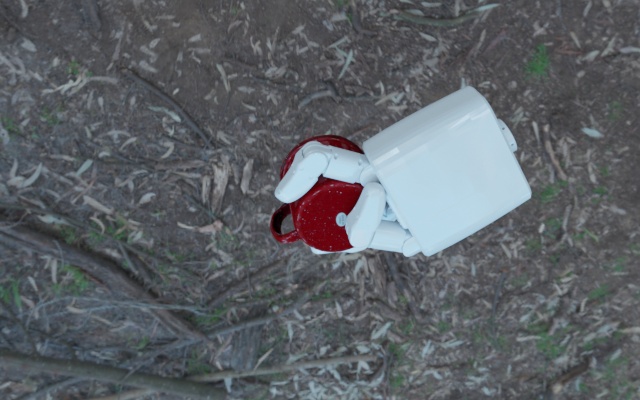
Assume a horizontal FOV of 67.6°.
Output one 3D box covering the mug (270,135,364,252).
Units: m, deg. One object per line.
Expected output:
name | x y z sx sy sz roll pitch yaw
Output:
mug | -0.001 0.002 0.465 0.117 0.093 0.081 -31 34 10
